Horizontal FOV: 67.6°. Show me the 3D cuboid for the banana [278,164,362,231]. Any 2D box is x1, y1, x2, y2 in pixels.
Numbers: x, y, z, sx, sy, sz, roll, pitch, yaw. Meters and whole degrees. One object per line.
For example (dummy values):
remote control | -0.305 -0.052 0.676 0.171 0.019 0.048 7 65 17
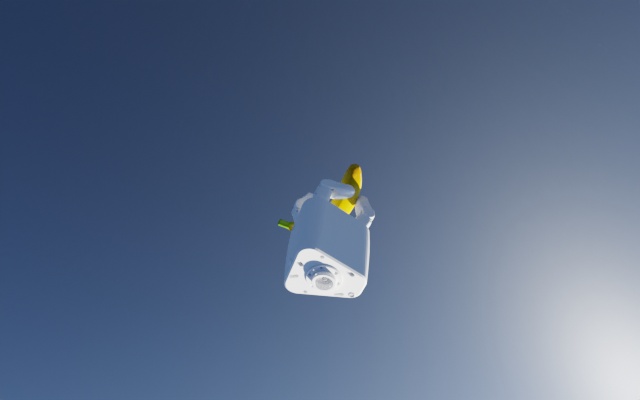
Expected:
banana | 0.011 0.016 0.810 0.198 0.070 0.037 -37 22 31
